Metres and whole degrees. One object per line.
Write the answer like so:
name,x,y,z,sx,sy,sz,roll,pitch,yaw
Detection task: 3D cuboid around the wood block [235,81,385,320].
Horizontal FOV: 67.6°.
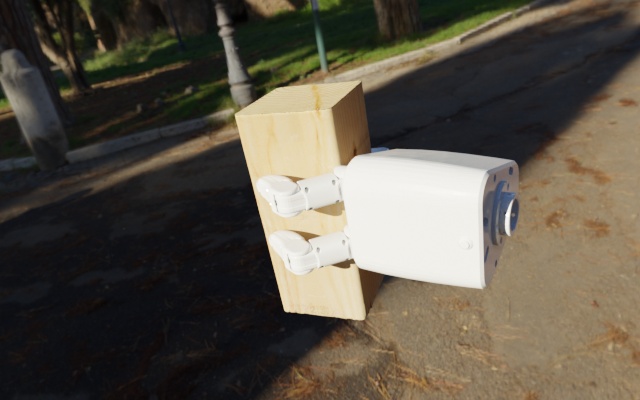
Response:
wood block,0.001,0.001,0.458,0.090,0.206,0.090,1,27,23
